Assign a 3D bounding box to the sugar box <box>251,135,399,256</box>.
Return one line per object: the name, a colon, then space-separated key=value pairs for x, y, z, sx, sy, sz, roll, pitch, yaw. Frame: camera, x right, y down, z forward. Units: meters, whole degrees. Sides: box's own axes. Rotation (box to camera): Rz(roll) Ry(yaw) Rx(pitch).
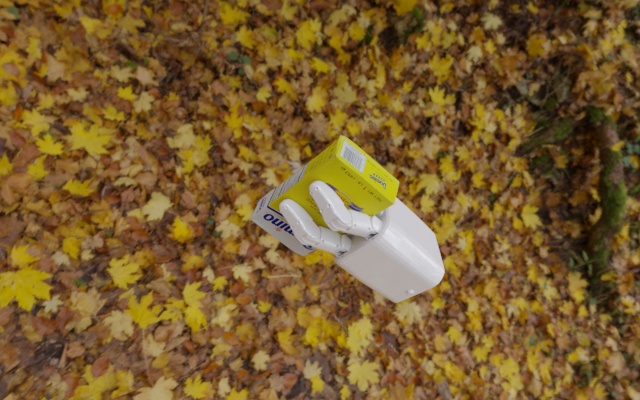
sugar box: x=0.000 y=0.002 z=0.588 sx=0.093 sy=0.048 sz=0.176 roll=38 pitch=-48 yaw=-18
